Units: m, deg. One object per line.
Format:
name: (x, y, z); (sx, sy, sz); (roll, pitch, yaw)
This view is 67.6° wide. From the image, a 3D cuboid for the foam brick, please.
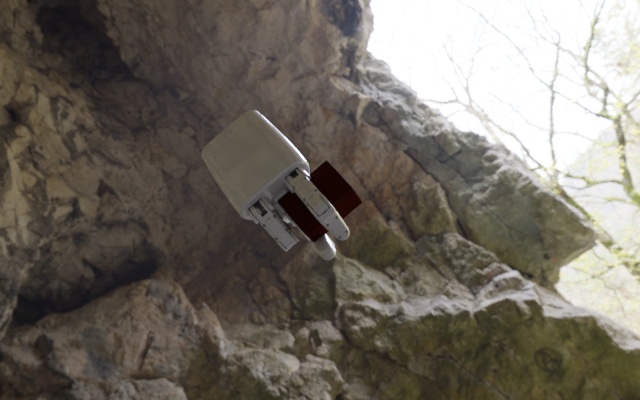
foam brick: (0.000, 0.002, 0.567); (0.078, 0.051, 0.053); (-40, -26, -1)
